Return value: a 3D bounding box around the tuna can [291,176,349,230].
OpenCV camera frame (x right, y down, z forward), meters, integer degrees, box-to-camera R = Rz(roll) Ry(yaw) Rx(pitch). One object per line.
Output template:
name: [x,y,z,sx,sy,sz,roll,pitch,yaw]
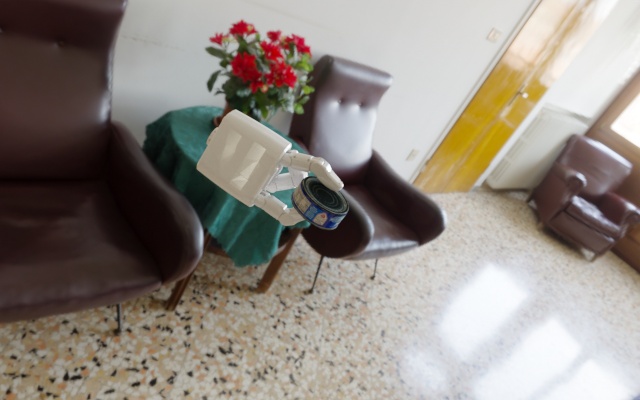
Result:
tuna can: [0.000,0.002,0.724,0.086,0.034,0.086,28,29,-17]
